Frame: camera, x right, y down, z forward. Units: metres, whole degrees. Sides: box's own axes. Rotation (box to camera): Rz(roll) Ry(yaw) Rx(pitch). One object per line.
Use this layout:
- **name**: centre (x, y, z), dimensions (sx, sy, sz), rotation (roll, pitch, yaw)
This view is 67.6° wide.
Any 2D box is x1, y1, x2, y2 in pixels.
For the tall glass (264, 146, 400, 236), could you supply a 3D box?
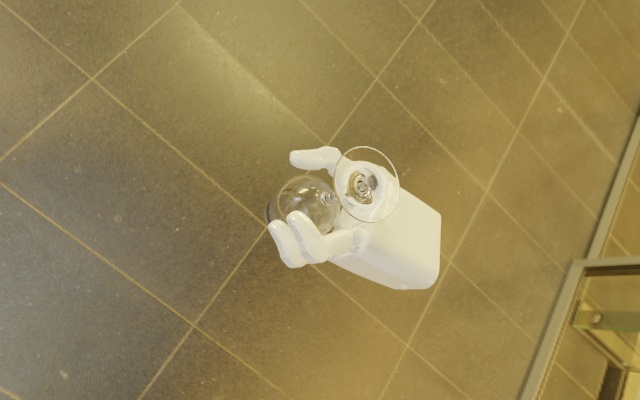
- **tall glass**: centre (0.000, 0.002, 0.538), dimensions (0.079, 0.079, 0.201), rotation (0, -10, -28)
